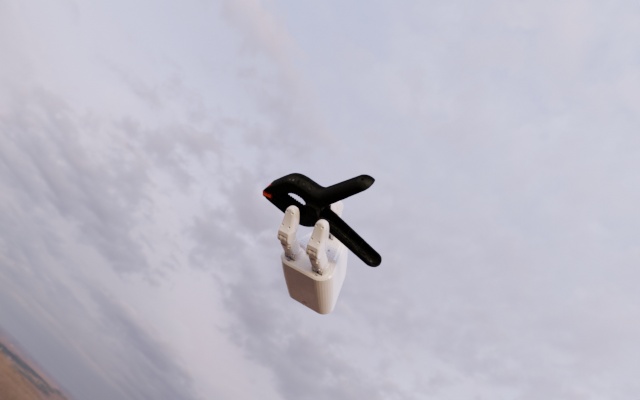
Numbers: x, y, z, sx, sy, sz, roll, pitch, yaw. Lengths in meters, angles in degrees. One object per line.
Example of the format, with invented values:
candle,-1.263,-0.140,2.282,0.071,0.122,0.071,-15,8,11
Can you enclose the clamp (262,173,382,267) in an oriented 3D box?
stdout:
clamp,0.000,0.002,0.707,0.210,0.165,0.036,24,48,26
